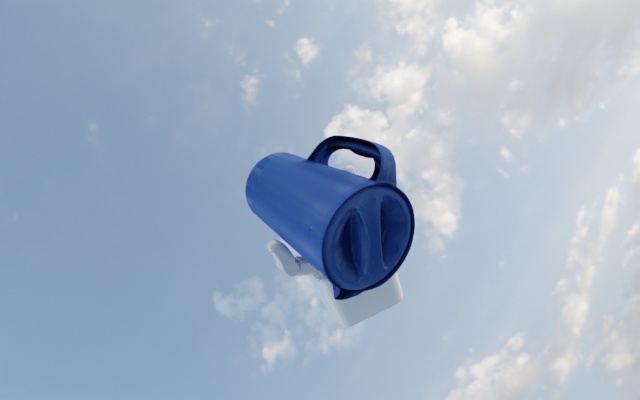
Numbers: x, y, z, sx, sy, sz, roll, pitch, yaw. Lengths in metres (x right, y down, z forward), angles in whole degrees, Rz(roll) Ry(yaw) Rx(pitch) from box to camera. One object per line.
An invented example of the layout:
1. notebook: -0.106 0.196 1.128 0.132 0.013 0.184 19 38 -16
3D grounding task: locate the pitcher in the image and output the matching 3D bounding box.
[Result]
1. pitcher: 0.000 0.002 0.627 0.149 0.145 0.242 -37 34 -17
